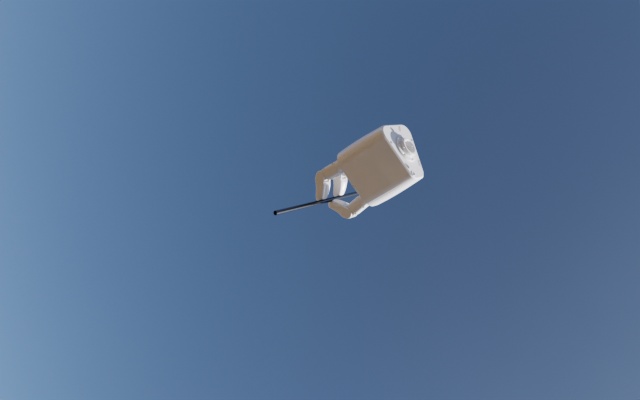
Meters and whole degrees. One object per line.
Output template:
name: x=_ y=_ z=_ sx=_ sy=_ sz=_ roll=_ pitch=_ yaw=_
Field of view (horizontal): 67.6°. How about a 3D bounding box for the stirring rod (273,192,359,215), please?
stirring rod: x=0.000 y=0.003 z=0.878 sx=0.011 sy=0.011 sz=0.239 roll=0 pitch=8 yaw=39
